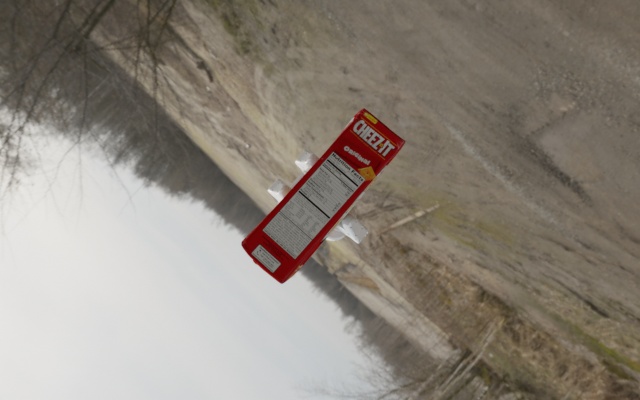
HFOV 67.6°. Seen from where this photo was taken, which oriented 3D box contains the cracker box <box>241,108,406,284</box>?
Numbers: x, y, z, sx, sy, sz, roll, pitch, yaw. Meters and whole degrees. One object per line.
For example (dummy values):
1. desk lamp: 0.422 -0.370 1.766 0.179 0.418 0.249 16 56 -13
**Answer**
1. cracker box: 0.000 0.002 0.604 0.072 0.213 0.164 41 -7 4
